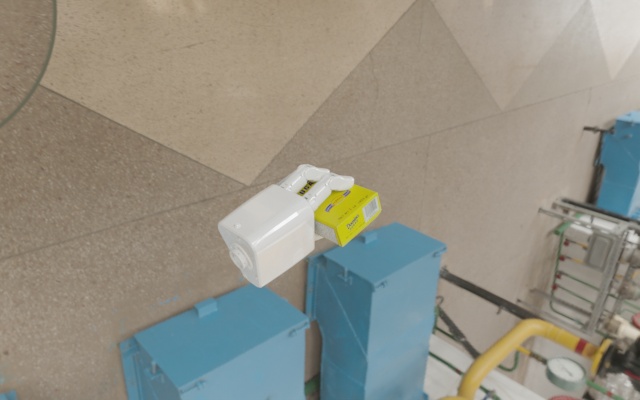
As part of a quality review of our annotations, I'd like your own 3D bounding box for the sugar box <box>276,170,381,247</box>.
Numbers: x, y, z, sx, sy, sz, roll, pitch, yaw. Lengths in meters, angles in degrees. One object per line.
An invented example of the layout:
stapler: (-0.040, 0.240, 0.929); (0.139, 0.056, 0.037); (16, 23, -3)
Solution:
sugar box: (0.000, 0.002, 0.754); (0.093, 0.048, 0.176); (-38, 42, -27)
